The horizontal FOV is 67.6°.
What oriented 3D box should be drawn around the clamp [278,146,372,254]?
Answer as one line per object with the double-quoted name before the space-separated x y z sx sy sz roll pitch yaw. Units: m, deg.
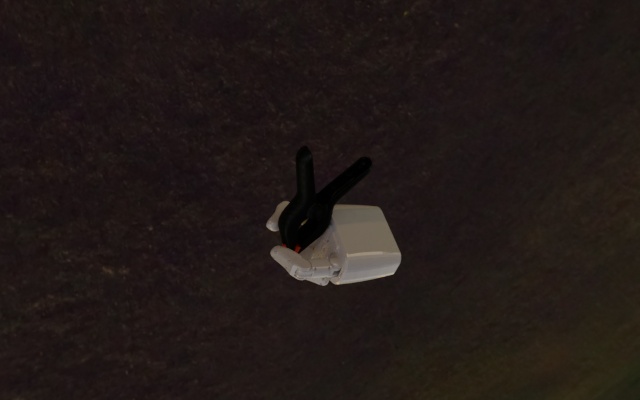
"clamp" 0.000 0.003 0.646 0.120 0.172 0.039 1 39 -30
